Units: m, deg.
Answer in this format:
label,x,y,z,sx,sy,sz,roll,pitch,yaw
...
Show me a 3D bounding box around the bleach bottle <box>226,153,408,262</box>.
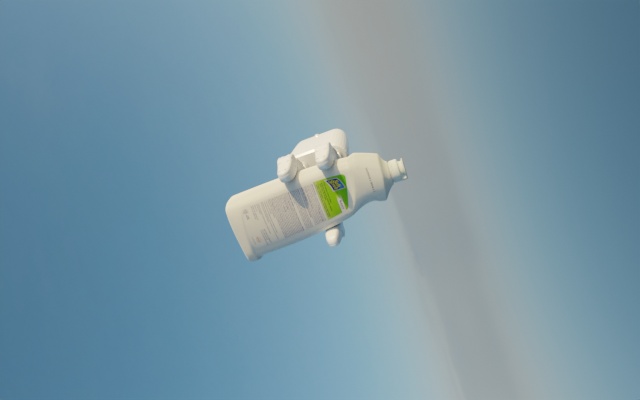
label,x,y,z,sx,sy,sz,roll,pitch,yaw
bleach bottle,0.000,0.002,0.671,0.251,0.102,0.068,-18,19,12
